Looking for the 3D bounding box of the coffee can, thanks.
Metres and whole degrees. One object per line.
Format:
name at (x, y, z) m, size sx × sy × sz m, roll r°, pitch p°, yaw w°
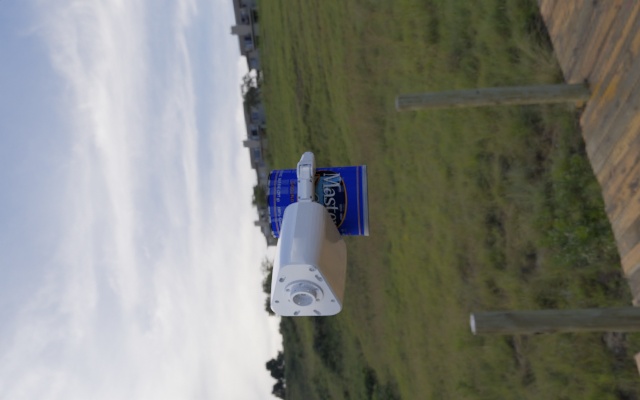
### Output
coffee can at (0.000, 0.002, 0.701) m, size 0.140 × 0.103 × 0.103 m, roll -2°, pitch 0°, yaw 6°
